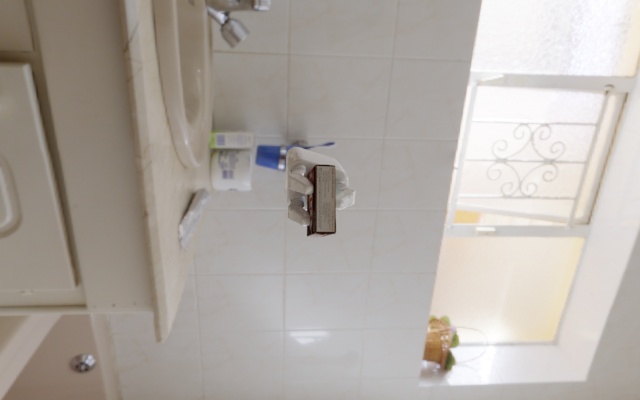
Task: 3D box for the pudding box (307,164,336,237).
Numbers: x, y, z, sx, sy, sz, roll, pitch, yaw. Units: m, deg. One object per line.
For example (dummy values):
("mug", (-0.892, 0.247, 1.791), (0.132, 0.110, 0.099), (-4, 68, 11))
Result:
("pudding box", (0.000, 0.003, 0.792), (0.039, 0.113, 0.090), (-1, -7, -9))
